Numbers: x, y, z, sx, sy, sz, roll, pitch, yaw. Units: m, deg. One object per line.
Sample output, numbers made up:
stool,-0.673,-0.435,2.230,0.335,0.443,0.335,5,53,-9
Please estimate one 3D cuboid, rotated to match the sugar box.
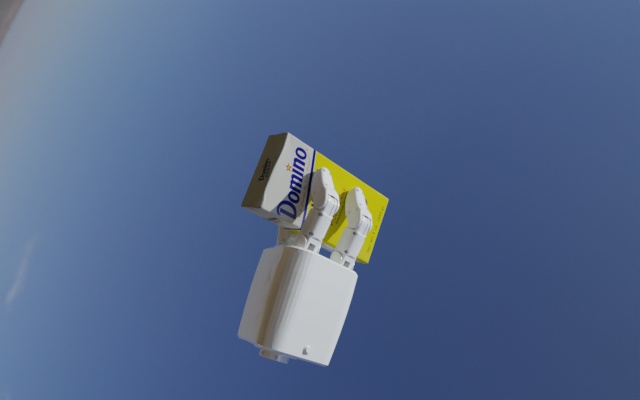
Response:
sugar box,0.000,0.002,0.571,0.176,0.093,0.048,30,-18,-37
